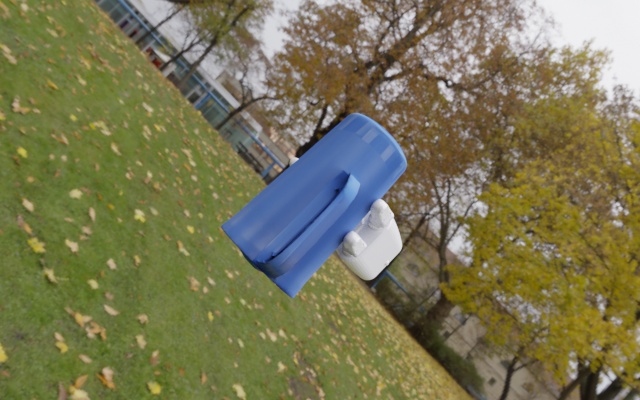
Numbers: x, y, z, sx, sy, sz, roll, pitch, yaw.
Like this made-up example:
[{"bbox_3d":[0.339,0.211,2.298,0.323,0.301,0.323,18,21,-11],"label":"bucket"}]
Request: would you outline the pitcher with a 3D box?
[{"bbox_3d":[0.000,0.002,0.628,0.149,0.243,0.145,41,-8,34],"label":"pitcher"}]
